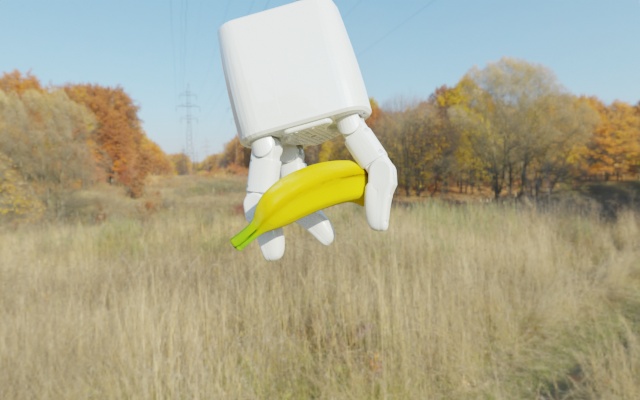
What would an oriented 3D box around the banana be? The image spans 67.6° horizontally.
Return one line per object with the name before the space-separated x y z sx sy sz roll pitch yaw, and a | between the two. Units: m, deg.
banana | 0.009 -0.007 0.414 0.198 0.037 0.070 -14 -20 -49
